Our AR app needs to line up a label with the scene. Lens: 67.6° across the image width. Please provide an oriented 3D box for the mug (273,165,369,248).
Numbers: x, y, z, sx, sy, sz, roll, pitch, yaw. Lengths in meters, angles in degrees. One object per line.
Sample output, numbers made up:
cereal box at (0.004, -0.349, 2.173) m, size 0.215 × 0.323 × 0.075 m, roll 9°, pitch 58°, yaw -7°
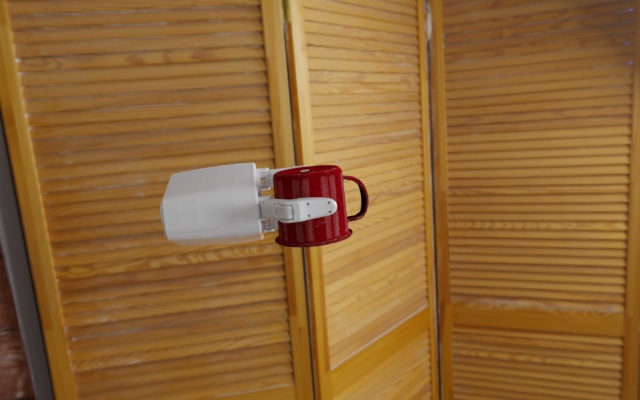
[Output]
mug at (0.002, 0.001, 0.561) m, size 0.117 × 0.081 × 0.093 m, roll -7°, pitch 10°, yaw -9°
